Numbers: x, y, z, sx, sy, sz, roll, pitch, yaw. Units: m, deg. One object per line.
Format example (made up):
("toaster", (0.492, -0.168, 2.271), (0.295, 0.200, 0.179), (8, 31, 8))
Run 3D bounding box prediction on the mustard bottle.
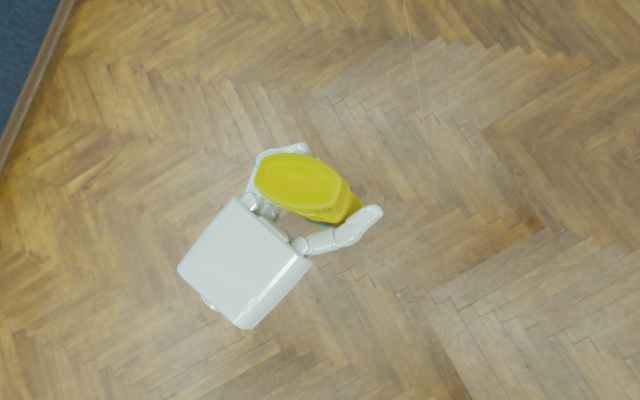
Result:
("mustard bottle", (0.000, 0.001, 0.565), (0.096, 0.058, 0.192), (14, -9, 18))
